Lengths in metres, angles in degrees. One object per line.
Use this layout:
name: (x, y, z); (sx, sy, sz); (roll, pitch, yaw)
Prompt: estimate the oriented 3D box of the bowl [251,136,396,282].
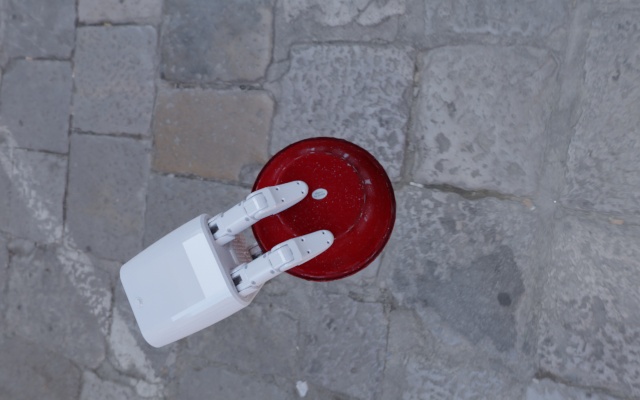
bowl: (0.001, 0.001, 0.497); (0.162, 0.162, 0.055); (0, -12, 3)
